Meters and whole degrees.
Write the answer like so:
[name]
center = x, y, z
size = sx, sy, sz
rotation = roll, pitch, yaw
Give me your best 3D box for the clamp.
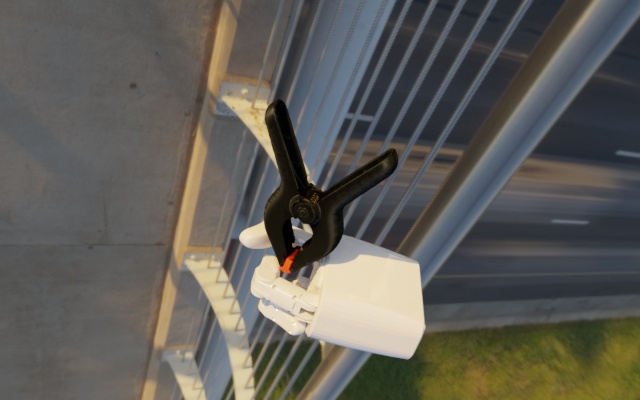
[clamp]
center = 0.000, 0.002, 0.437
size = 0.120, 0.172, 0.039
rotation = 21, 37, 18
